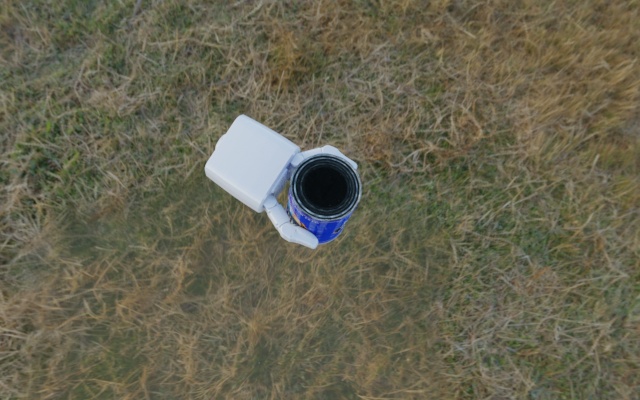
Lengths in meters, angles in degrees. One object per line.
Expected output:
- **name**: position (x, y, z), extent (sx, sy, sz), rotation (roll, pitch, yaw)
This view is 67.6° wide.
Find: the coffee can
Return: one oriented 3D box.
- **coffee can**: position (0.000, 0.003, 0.736), extent (0.103, 0.102, 0.140), rotation (0, -19, -7)
